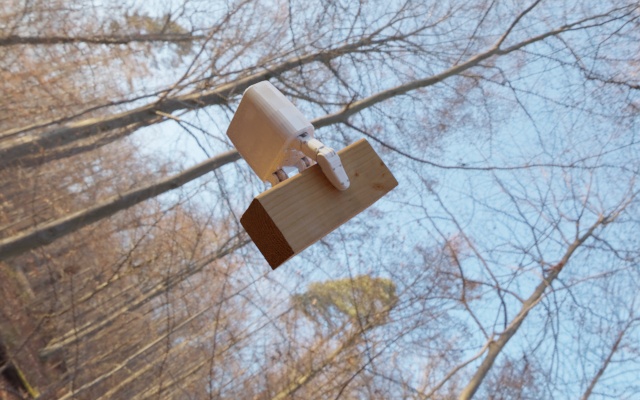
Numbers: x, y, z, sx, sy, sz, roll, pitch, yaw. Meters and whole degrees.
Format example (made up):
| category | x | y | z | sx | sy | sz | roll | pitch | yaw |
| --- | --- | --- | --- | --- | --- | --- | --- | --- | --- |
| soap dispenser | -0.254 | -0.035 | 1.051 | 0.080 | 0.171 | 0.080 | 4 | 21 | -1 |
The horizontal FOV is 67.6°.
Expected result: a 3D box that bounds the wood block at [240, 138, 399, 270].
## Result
| category | x | y | z | sx | sy | sz | roll | pitch | yaw |
| --- | --- | --- | --- | --- | --- | --- | --- | --- | --- |
| wood block | 0.000 | 0.002 | 0.688 | 0.206 | 0.090 | 0.091 | -31 | -7 | -32 |
